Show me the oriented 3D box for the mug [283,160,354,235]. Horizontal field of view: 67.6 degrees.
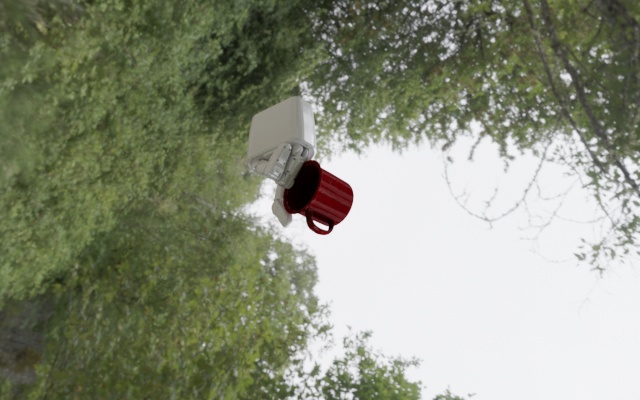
[{"bbox_3d":[0.000,0.004,0.765,0.081,0.117,0.093,27,-45,-35],"label":"mug"}]
